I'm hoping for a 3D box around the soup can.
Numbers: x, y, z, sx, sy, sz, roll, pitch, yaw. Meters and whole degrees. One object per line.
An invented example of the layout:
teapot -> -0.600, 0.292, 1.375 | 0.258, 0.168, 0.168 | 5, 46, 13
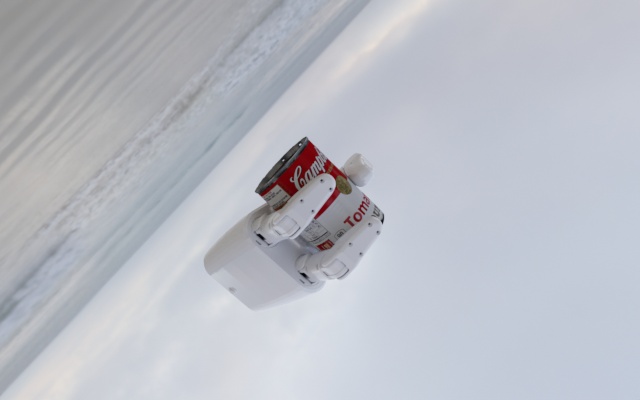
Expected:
soup can -> 0.001, 0.001, 0.435 | 0.102, 0.068, 0.068 | 43, -11, -12
